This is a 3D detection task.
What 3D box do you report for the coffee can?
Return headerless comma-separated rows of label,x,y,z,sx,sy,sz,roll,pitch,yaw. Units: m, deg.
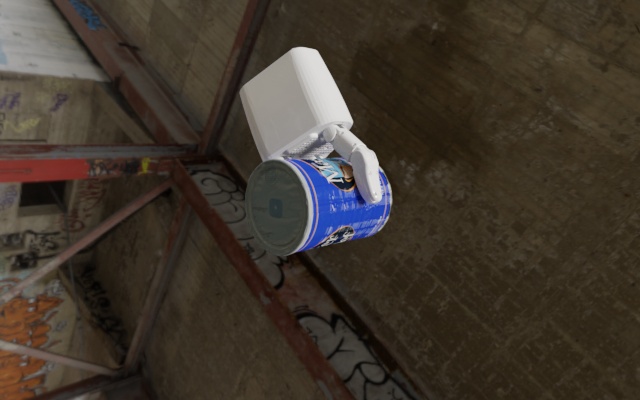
coffee can,0.000,0.002,0.550,0.103,0.103,0.140,0,5,44
